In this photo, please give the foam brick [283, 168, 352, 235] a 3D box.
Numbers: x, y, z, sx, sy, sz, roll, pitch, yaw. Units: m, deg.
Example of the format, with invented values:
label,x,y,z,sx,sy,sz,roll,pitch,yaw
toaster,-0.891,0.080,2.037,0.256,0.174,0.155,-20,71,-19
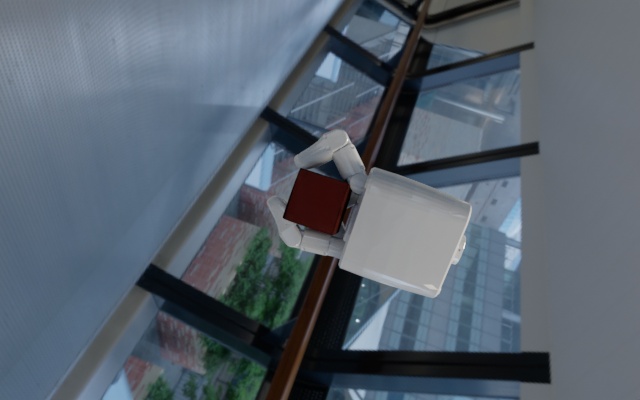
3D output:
label,x,y,z,sx,sy,sz,roll,pitch,yaw
foam brick,0.000,0.002,0.485,0.051,0.053,0.078,19,1,7
